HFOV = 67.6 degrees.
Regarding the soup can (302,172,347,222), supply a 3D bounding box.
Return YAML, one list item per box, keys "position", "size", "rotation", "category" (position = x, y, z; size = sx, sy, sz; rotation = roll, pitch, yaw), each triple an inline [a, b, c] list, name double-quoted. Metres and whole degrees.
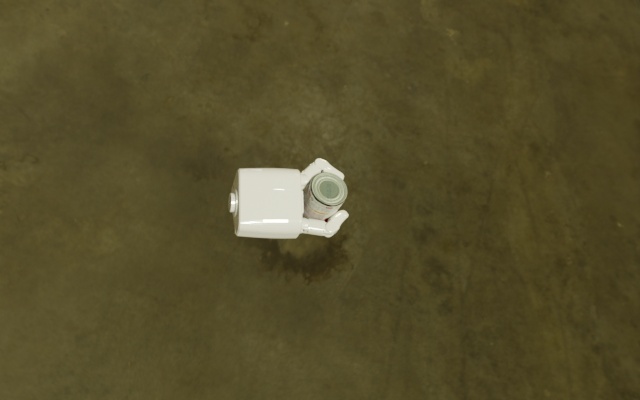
- position: [0.001, 0.003, 0.851]
  size: [0.068, 0.068, 0.102]
  rotation: [0, -28, -20]
  category: "soup can"
